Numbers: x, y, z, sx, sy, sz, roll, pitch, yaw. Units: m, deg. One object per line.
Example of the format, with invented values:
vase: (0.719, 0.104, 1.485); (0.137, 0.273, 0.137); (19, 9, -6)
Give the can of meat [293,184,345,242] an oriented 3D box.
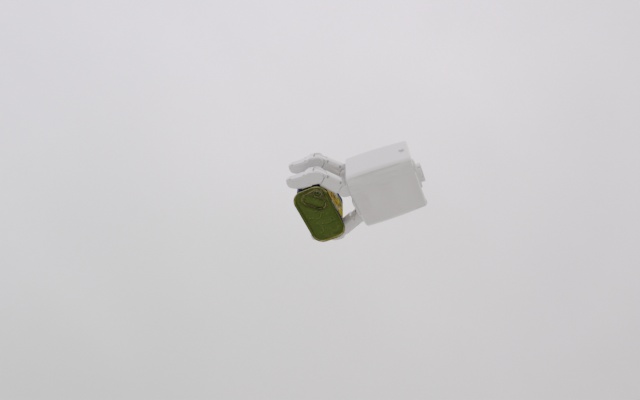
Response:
can of meat: (0.000, 0.003, 0.793); (0.057, 0.102, 0.084); (-21, 28, 15)
